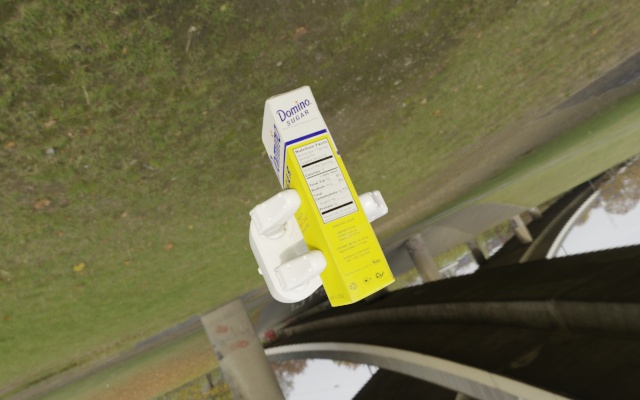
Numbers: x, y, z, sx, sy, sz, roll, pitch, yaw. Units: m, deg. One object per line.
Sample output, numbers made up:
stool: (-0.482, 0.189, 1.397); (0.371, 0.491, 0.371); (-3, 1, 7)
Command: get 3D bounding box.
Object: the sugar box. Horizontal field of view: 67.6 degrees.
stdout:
sugar box: (0.000, 0.002, 0.416); (0.048, 0.176, 0.093); (-24, -10, -14)
